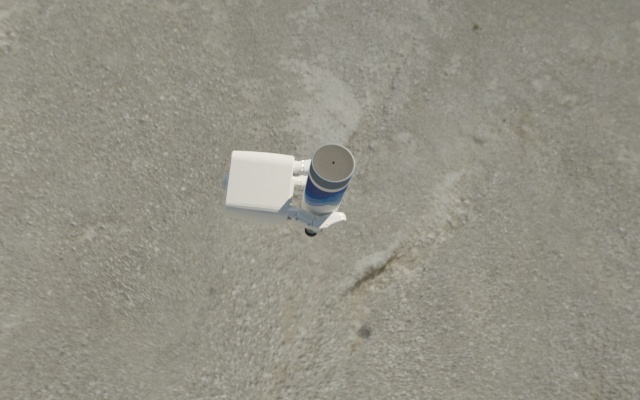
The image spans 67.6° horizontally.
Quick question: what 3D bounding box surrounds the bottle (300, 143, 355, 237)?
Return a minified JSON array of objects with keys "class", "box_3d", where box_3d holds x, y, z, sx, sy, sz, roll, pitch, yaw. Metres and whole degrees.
[{"class":"bottle","box_3d":[0.000,0.003,0.841,0.069,0.069,0.296,0,-24,-8]}]
